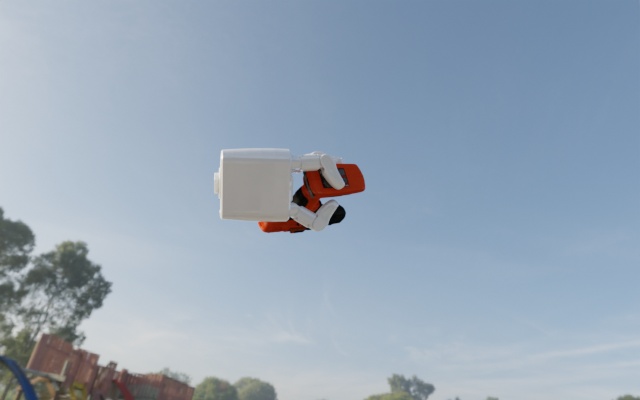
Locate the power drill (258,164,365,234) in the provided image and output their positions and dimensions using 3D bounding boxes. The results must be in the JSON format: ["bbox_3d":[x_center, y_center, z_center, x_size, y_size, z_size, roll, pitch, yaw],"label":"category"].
[{"bbox_3d":[0.000,0.003,0.851,0.184,0.057,0.188,-7,-23,-33],"label":"power drill"}]
